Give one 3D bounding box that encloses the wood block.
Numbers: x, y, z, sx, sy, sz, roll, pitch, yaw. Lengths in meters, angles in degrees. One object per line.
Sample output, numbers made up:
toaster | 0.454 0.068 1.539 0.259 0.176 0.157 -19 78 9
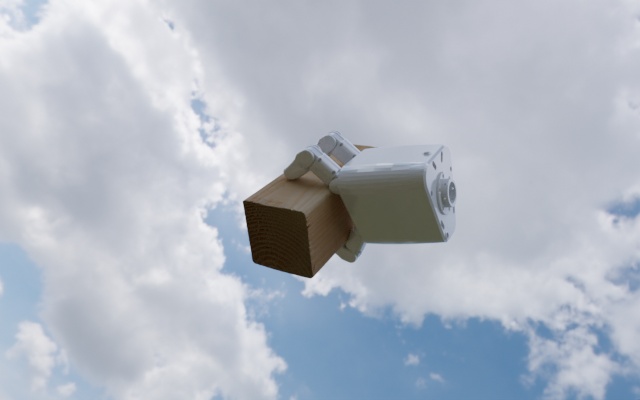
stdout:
wood block | 0.001 0.002 0.630 0.090 0.091 0.206 10 30 29
